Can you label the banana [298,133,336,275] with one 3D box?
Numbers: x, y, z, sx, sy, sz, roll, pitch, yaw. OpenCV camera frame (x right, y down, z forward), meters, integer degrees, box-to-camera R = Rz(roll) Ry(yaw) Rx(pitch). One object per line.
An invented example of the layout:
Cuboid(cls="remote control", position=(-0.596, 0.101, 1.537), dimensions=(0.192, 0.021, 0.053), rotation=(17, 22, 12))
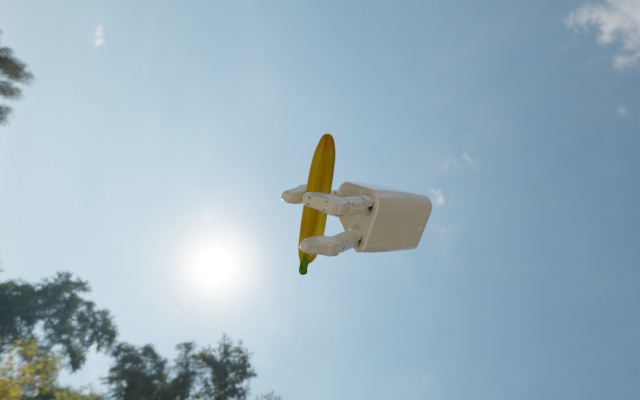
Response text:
Cuboid(cls="banana", position=(-0.004, 0.005, 0.685), dimensions=(0.037, 0.198, 0.069), rotation=(8, 2, -11))
